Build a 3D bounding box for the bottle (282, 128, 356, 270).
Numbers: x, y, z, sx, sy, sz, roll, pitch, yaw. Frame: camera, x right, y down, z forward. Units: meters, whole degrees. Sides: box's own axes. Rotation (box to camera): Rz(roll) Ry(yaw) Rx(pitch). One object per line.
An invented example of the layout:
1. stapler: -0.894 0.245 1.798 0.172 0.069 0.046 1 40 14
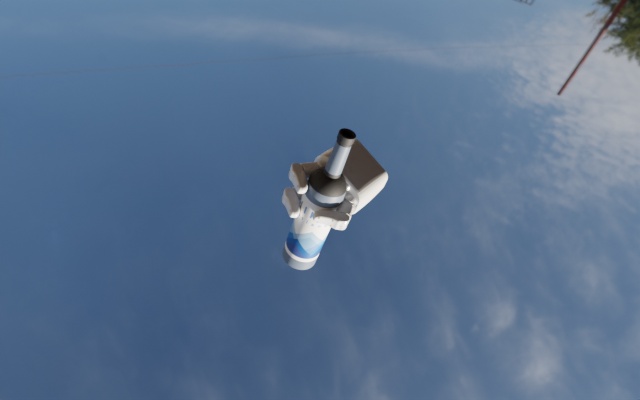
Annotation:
1. bottle: 0.000 0.003 0.815 0.069 0.296 0.069 12 42 -11
